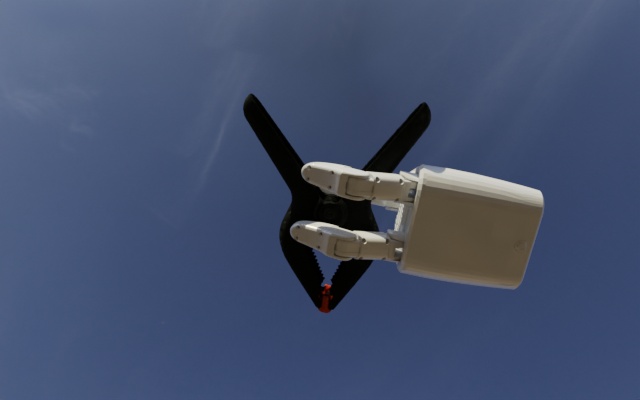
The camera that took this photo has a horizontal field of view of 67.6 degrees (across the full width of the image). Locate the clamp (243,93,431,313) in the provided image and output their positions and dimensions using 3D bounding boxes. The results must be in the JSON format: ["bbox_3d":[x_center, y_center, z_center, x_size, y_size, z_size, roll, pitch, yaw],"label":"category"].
[{"bbox_3d":[0.000,0.002,0.445,0.164,0.210,0.036,11,16,4],"label":"clamp"}]
